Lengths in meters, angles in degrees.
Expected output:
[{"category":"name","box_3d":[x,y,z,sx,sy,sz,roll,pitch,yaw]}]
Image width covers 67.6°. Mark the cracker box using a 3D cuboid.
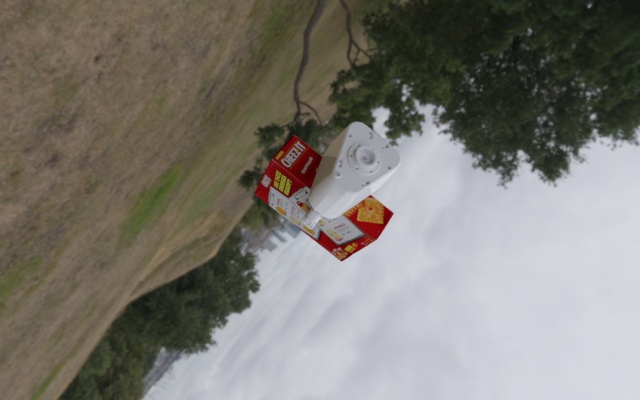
[{"category":"cracker box","box_3d":[0.000,0.003,0.842,0.214,0.072,0.164,39,-27,-2]}]
